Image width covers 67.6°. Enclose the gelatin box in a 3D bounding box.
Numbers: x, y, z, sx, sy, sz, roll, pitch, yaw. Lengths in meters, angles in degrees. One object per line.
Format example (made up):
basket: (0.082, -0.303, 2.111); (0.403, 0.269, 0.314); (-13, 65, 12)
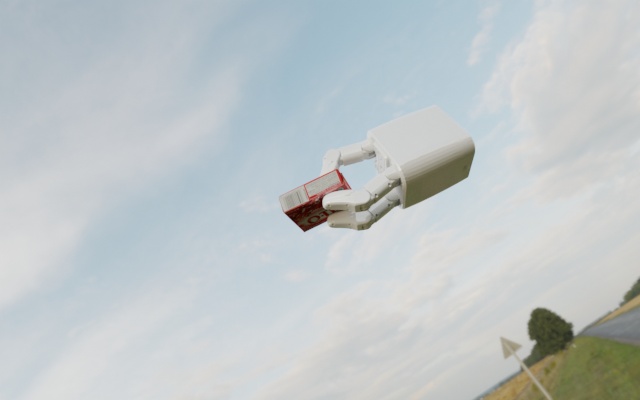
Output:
gelatin box: (0.000, 0.002, 0.636); (0.089, 0.030, 0.073); (-25, -30, 9)
